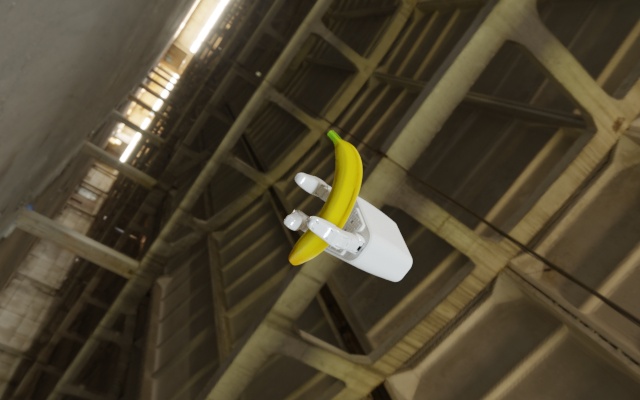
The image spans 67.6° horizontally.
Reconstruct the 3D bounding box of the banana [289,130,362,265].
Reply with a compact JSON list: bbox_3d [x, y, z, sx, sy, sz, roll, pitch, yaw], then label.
[{"bbox_3d":[0.015,0.002,0.660,0.069,0.198,0.037,13,-8,40],"label":"banana"}]
